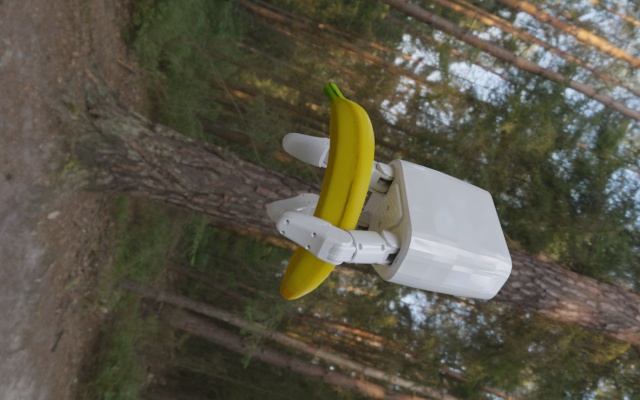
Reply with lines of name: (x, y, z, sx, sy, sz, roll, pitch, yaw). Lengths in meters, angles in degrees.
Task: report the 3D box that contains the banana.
banana: (0.008, 0.002, 0.405, 0.037, 0.198, 0.069, 11, 8, -26)
